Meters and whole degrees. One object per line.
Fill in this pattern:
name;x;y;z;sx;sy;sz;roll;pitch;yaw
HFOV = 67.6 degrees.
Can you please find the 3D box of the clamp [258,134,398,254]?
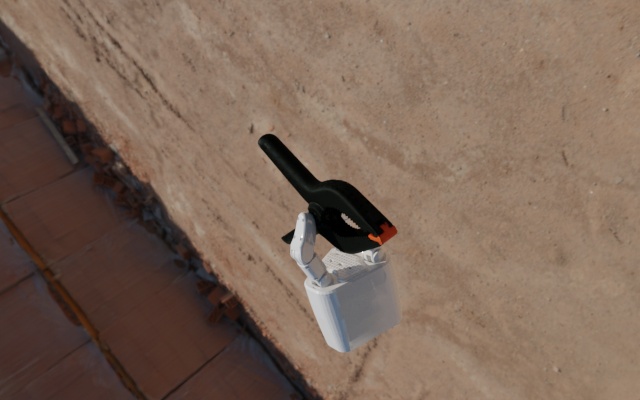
clamp;0.000;0.003;0.576;0.036;0.165;0.210;-32;29;-32
